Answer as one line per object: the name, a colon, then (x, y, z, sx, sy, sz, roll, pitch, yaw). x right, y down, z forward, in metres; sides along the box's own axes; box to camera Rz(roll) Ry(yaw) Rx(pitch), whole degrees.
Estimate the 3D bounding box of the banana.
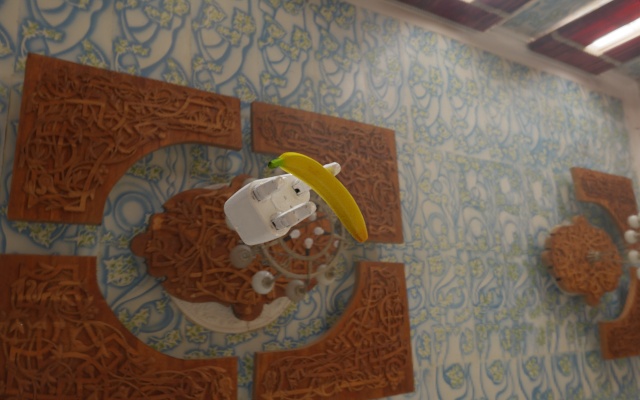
banana: (0.004, -0.014, 0.721, 0.198, 0.069, 0.037, 38, -37, -21)
